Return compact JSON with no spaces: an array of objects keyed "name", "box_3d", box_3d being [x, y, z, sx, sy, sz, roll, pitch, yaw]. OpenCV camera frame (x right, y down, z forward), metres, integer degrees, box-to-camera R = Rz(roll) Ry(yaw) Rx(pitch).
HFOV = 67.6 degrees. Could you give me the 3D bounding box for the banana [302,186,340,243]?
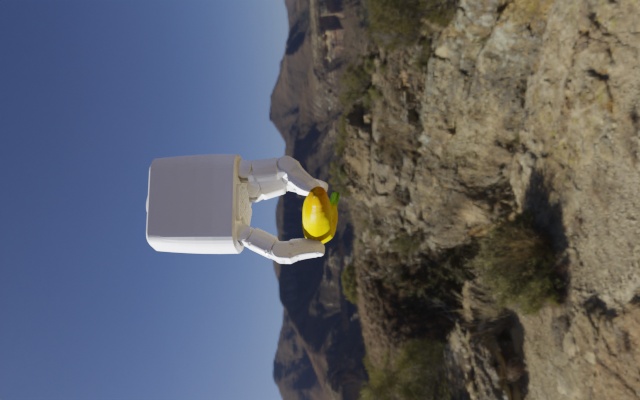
[{"name":"banana","box_3d":[-0.001,0.021,0.583,0.037,0.069,0.198,4,0,5]}]
